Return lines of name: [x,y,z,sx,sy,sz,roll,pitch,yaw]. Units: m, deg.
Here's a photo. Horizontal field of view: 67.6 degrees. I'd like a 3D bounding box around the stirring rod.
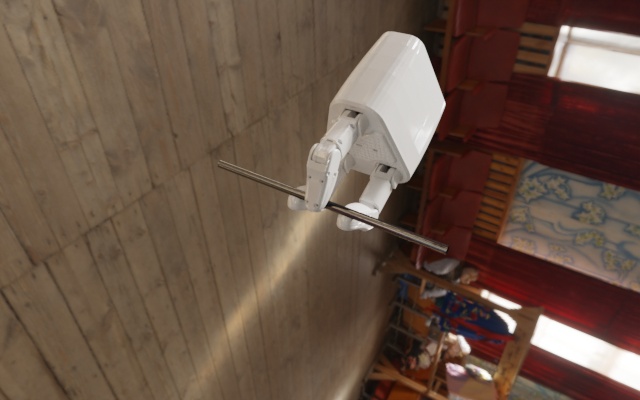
stirring rod: [0.000,0.001,0.434,0.239,0.011,0.011,21,9,25]
